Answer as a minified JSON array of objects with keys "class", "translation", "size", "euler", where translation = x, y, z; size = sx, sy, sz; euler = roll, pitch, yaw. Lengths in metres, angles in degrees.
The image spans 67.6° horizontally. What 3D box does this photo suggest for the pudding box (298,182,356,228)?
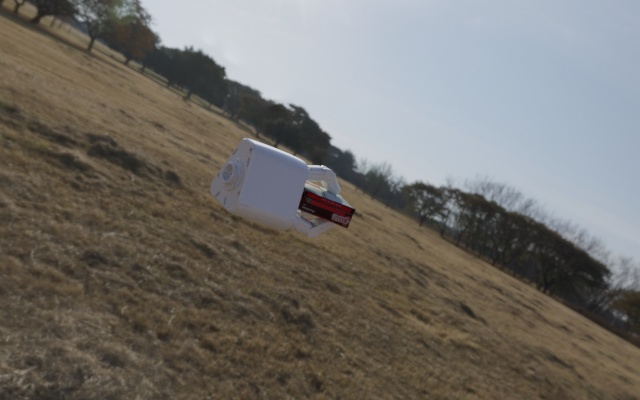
[{"class":"pudding box","translation":[0.000,0.002,0.796],"size":[0.090,0.039,0.113],"euler":[23,9,-14]}]
